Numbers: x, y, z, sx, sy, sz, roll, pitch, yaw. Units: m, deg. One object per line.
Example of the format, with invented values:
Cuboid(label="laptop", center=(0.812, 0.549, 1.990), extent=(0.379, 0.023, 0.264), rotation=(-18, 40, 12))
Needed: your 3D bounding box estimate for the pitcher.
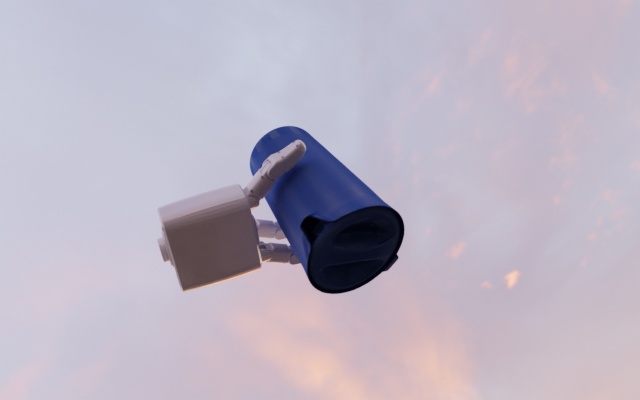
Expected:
Cuboid(label="pitcher", center=(0.000, 0.002, 0.650), extent=(0.145, 0.149, 0.242), rotation=(-19, 42, -18))
